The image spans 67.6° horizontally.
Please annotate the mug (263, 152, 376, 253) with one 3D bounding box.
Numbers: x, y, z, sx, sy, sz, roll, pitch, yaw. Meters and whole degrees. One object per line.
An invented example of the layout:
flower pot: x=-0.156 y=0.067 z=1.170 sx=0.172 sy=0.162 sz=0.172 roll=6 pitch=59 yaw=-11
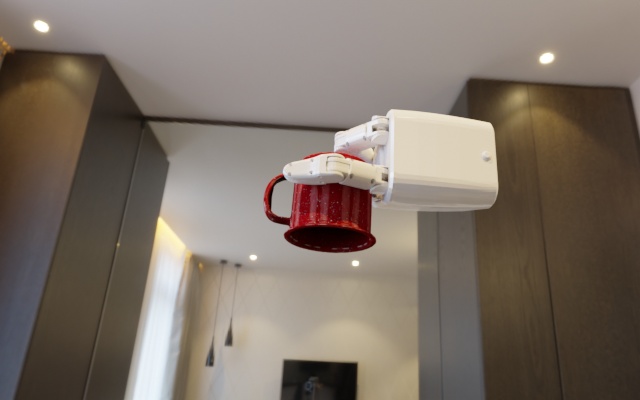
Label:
mug: x=-0.001 y=0.001 z=0.493 sx=0.117 sy=0.081 sz=0.093 roll=6 pitch=-22 yaw=-4
